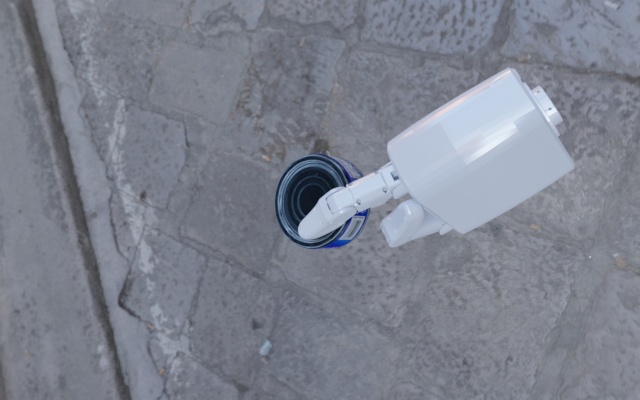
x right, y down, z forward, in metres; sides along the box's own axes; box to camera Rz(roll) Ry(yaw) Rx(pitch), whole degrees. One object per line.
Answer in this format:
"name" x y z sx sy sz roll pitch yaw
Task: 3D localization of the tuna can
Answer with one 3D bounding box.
"tuna can" 0.000 0.001 0.431 0.086 0.086 0.034 0 -3 34
